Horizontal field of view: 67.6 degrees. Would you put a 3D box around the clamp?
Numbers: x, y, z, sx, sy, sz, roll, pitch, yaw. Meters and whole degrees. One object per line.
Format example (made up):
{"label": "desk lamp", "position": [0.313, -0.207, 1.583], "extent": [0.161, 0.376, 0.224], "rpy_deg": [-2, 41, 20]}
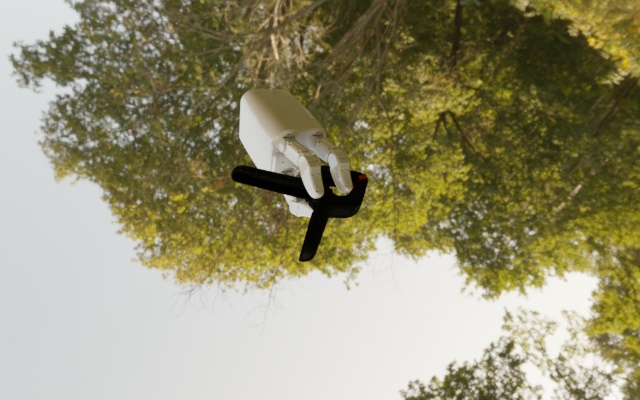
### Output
{"label": "clamp", "position": [0.000, 0.002, 0.668], "extent": [0.210, 0.164, 0.036], "rpy_deg": [-11, -36, -40]}
